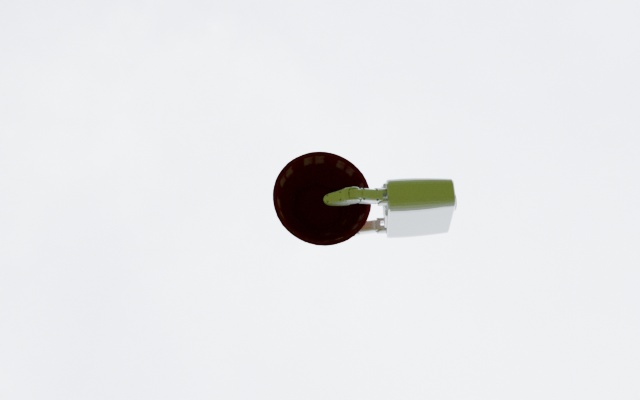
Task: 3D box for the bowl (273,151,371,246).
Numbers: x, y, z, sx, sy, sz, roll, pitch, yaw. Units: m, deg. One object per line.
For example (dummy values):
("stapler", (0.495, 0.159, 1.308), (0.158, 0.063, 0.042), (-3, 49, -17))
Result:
("bowl", (-0.001, 0.002, 0.793), (0.162, 0.162, 0.055), (0, -19, -8))
